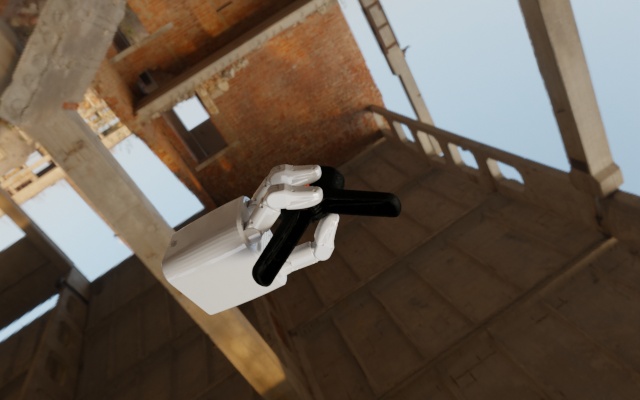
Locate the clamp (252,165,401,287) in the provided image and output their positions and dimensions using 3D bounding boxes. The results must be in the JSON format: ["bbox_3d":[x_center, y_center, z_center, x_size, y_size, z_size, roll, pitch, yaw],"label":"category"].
[{"bbox_3d":[0.000,0.002,0.551,0.164,0.036,0.210,-25,26,8],"label":"clamp"}]
